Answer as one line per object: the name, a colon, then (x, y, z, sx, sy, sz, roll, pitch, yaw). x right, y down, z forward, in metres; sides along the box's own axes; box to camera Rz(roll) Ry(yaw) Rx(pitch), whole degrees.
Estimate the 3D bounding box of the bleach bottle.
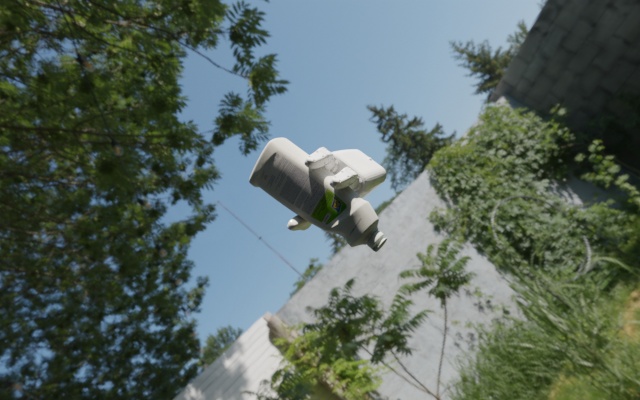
bleach bottle: (0.000, 0.003, 0.798, 0.250, 0.103, 0.068, 39, 26, 17)
